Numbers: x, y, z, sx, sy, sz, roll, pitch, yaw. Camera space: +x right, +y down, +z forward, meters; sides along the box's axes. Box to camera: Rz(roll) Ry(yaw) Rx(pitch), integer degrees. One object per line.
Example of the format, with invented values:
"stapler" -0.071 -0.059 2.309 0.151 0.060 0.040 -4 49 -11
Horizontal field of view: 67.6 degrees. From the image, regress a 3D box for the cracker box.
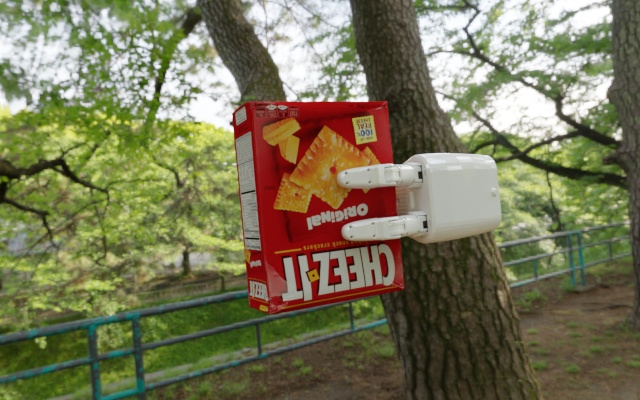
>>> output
"cracker box" 0.000 0.002 0.520 0.164 0.213 0.072 -5 -1 -26
